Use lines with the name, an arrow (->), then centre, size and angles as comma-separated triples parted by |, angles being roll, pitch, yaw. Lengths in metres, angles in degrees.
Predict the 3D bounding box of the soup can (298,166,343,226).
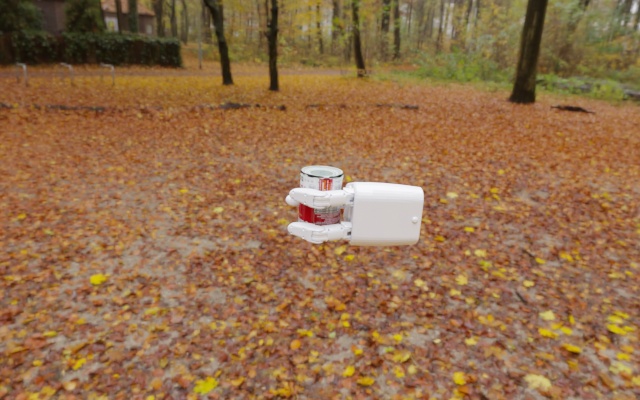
soup can -> 0.000, 0.002, 0.750 | 0.068, 0.102, 0.068 | 3, 18, -1
